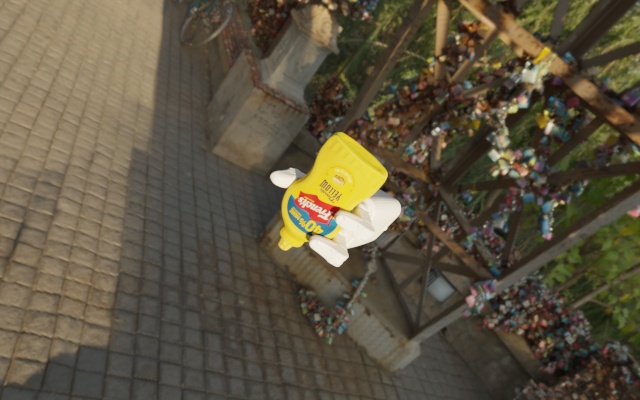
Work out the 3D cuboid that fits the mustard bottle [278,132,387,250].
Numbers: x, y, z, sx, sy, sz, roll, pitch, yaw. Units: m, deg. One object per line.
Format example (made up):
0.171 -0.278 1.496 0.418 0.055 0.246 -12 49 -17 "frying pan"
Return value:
0.000 0.002 0.682 0.096 0.192 0.058 40 24 -1 "mustard bottle"
